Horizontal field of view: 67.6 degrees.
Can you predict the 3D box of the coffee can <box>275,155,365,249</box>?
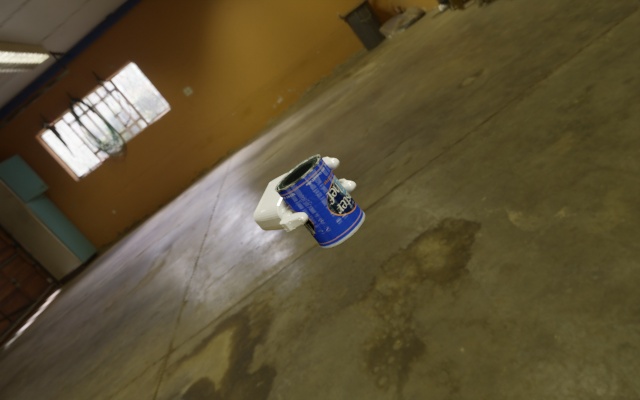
[{"bbox_3d":[0.000,0.003,0.866,0.103,0.140,0.102,-34,17,12],"label":"coffee can"}]
